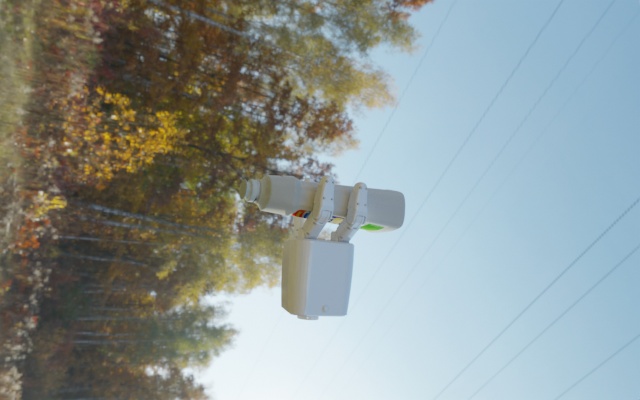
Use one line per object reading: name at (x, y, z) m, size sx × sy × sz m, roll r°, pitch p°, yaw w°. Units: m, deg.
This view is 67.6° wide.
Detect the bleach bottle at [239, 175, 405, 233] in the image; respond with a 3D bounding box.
bleach bottle at (0.000, 0.002, 0.711) m, size 0.251 × 0.068 × 0.102 m, roll 9°, pitch -10°, yaw -28°
